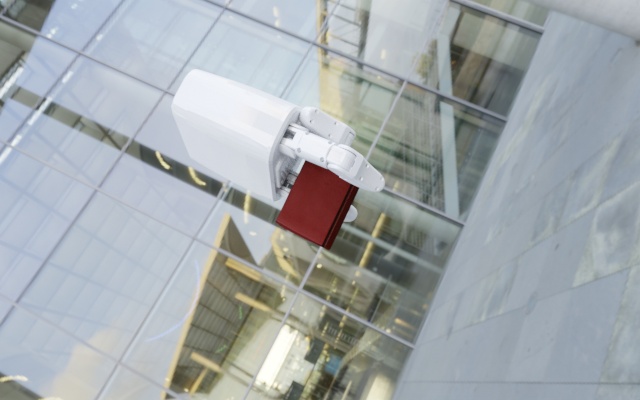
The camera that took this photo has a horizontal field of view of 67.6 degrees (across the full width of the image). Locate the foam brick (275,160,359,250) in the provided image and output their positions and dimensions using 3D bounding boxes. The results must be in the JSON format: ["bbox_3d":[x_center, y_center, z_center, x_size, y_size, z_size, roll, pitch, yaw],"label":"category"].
[{"bbox_3d":[0.000,0.002,0.453,0.051,0.078,0.053,25,-7,9],"label":"foam brick"}]
